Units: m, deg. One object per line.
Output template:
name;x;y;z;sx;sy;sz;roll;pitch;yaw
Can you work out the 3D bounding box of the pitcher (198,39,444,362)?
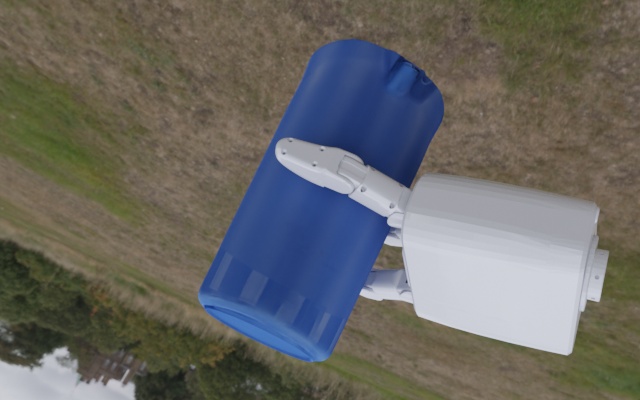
pitcher;0.000;0.001;0.404;0.145;0.242;0.149;12;-27;30
